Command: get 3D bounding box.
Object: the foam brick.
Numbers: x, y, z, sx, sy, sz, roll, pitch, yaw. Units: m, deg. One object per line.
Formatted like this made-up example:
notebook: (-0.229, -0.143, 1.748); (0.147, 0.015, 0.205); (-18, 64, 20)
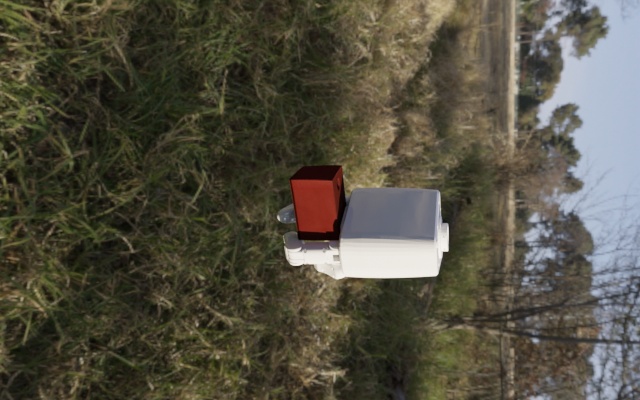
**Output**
foam brick: (0.000, 0.002, 0.563); (0.051, 0.078, 0.053); (-1, 23, 17)
